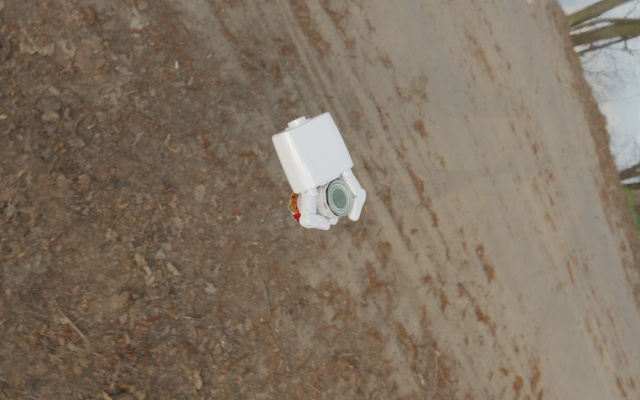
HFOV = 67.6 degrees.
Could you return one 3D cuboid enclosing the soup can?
[{"bbox_3d":[0.000,0.003,0.859,0.068,0.068,0.102,0,-9,-45],"label":"soup can"}]
